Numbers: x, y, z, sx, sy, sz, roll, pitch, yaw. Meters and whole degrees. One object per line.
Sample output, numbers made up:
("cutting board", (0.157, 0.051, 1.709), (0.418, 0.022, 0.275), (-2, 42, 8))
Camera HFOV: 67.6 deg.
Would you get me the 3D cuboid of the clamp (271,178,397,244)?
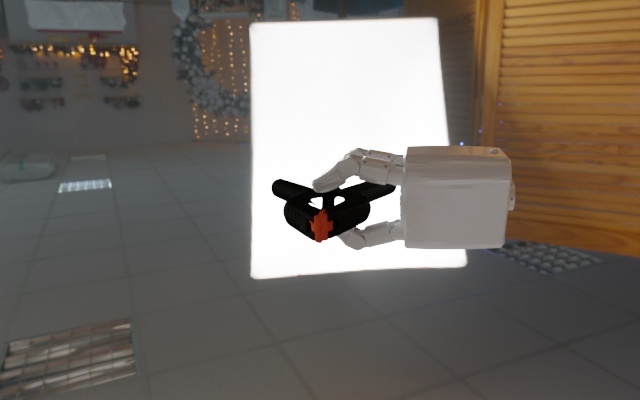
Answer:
("clamp", (0.000, 0.003, 0.548), (0.164, 0.036, 0.210), (-1, 14, 12))
